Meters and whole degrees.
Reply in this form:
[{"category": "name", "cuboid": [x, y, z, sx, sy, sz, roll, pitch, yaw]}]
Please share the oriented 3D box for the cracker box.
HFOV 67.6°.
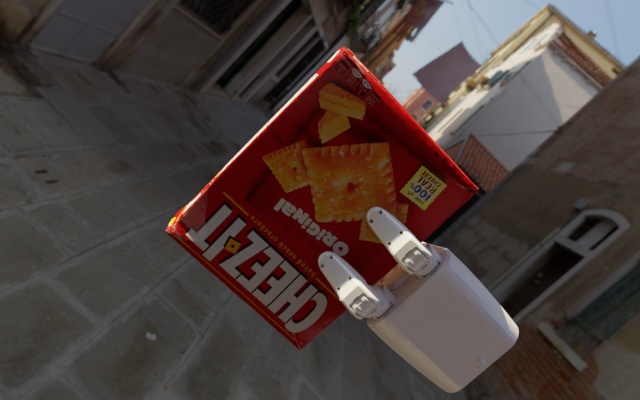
[{"category": "cracker box", "cuboid": [0.000, 0.001, 0.422, 0.214, 0.164, 0.072, -44, 11, 8]}]
